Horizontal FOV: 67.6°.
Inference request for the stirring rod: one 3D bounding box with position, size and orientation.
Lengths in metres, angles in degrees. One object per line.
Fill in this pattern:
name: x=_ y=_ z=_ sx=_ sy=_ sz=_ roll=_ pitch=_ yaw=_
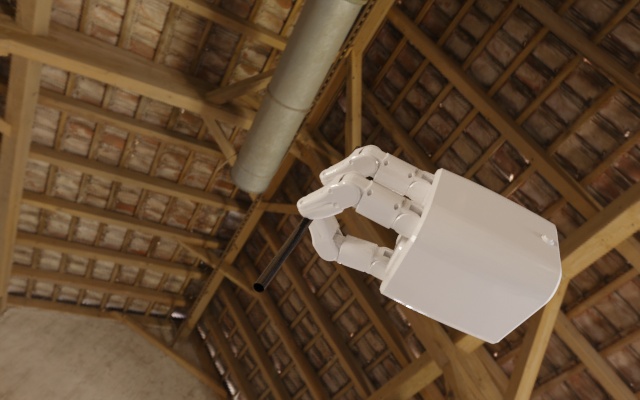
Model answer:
stirring rod: x=0.000 y=0.001 z=0.412 sx=0.011 sy=0.011 sz=0.239 roll=0 pitch=28 yaw=23
